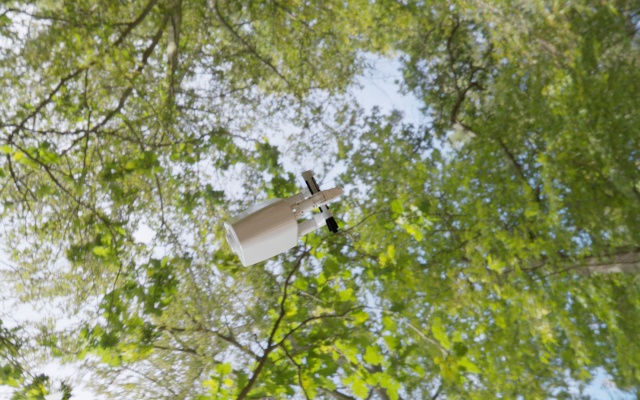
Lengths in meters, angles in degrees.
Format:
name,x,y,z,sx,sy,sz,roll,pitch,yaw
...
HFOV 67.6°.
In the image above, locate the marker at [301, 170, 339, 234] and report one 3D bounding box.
name,x,y,z,sx,sy,sz,roll,pitch,yaw
marker,0.000,0.003,0.844,0.020,0.121,0.020,-26,-8,-4
